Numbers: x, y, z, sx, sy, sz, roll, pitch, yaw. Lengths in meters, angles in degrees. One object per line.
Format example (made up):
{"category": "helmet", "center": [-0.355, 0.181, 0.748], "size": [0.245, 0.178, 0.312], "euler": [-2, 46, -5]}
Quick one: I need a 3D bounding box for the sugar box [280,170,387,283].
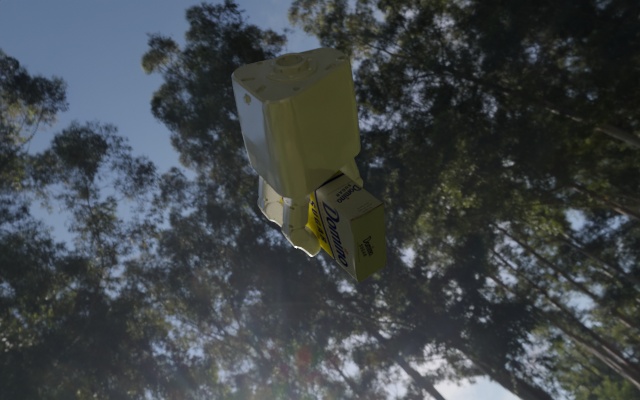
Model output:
{"category": "sugar box", "center": [0.000, 0.002, 0.528], "size": [0.048, 0.093, 0.176], "euler": [-27, 44, -20]}
